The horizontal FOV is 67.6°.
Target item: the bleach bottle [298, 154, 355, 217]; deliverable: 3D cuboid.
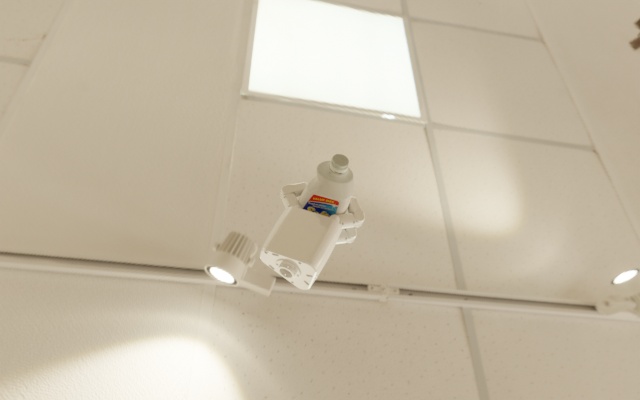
[{"bbox_3d":[0.000,0.003,0.895,0.102,0.068,0.251,27,-38,6],"label":"bleach bottle"}]
